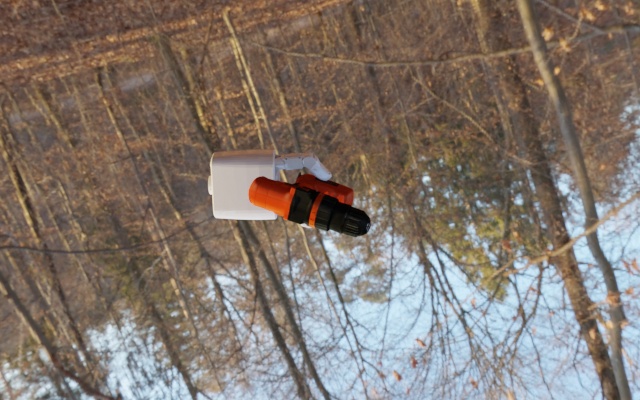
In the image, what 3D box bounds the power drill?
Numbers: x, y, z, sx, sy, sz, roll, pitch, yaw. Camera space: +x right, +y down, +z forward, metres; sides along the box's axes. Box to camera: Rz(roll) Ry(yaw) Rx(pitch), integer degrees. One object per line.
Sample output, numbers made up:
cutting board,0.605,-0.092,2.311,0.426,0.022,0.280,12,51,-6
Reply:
power drill,0.000,0.002,0.751,0.184,0.057,0.187,20,8,11
